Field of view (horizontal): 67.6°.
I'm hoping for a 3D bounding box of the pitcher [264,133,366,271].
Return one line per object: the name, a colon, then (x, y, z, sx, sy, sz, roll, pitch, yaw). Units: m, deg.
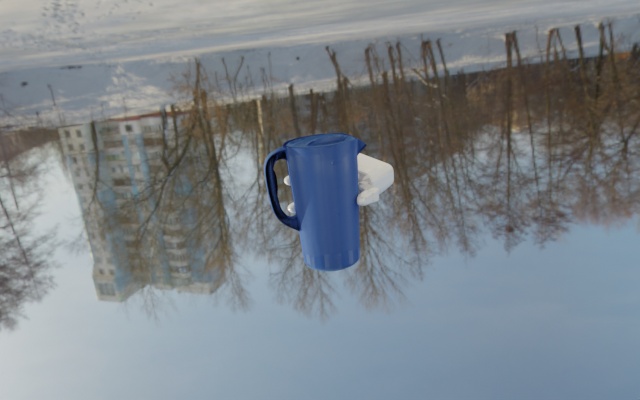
pitcher: (0.000, 0.003, 0.877, 0.149, 0.243, 0.145, 5, 19, 32)
